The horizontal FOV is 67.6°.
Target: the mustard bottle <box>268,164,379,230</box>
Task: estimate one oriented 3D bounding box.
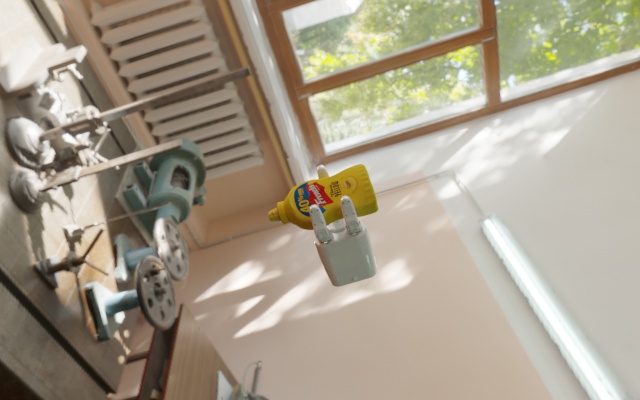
[{"bbox_3d":[0.000,0.002,0.852,0.191,0.096,0.058,-17,-35,4],"label":"mustard bottle"}]
